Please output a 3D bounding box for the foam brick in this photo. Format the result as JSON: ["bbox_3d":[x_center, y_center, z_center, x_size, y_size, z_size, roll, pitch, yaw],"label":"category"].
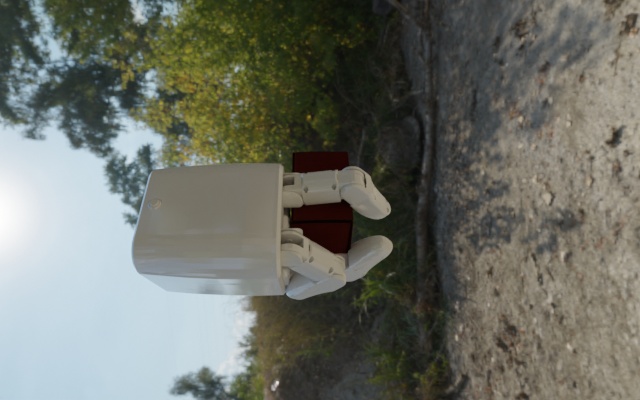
[{"bbox_3d":[0.000,0.001,0.421,0.051,0.078,0.053,-1,-38,-1],"label":"foam brick"}]
